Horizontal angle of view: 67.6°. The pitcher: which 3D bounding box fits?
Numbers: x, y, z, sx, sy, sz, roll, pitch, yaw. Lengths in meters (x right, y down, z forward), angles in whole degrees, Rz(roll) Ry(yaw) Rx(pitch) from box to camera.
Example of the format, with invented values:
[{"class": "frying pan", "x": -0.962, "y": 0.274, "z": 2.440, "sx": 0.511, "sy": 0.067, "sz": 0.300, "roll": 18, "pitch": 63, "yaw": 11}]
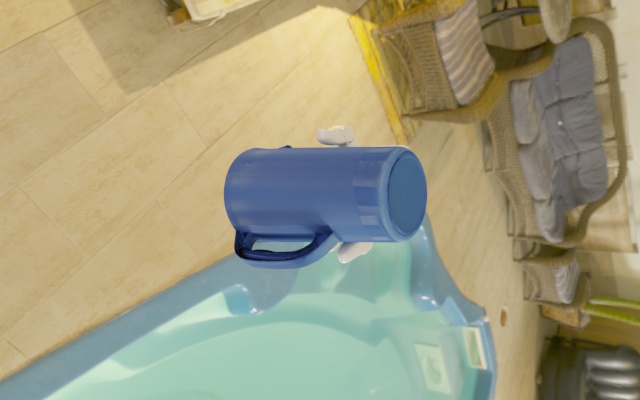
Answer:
[{"class": "pitcher", "x": 0.000, "y": 0.002, "z": 0.598, "sx": 0.243, "sy": 0.149, "sz": 0.145, "roll": 0, "pitch": 10, "yaw": 39}]
